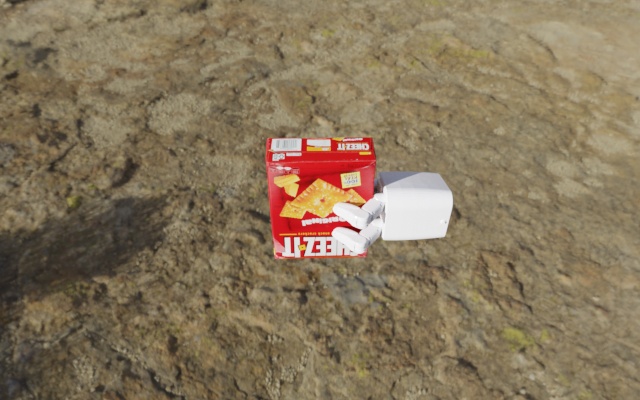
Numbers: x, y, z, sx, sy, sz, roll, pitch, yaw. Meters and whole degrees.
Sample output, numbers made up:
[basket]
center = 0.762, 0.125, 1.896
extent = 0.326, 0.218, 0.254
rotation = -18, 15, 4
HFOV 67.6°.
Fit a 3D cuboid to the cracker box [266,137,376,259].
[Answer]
[cracker box]
center = 0.000, 0.002, 0.778
extent = 0.164, 0.214, 0.072
rotation = -1, 41, -1
